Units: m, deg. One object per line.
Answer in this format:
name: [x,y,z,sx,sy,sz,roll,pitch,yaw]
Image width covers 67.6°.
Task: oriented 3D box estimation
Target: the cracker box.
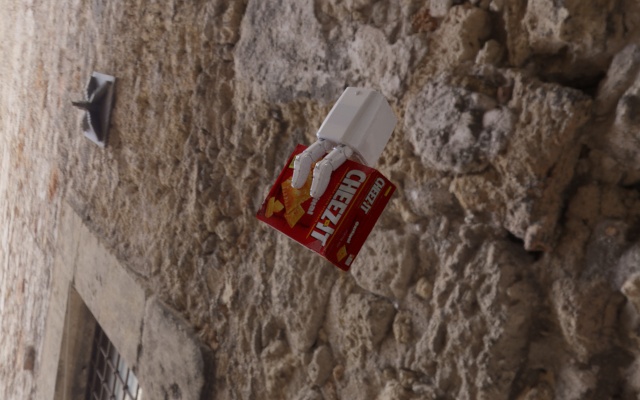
cracker box: [0.000,0.003,0.831,0.213,0.164,0.072,24,-9,48]
